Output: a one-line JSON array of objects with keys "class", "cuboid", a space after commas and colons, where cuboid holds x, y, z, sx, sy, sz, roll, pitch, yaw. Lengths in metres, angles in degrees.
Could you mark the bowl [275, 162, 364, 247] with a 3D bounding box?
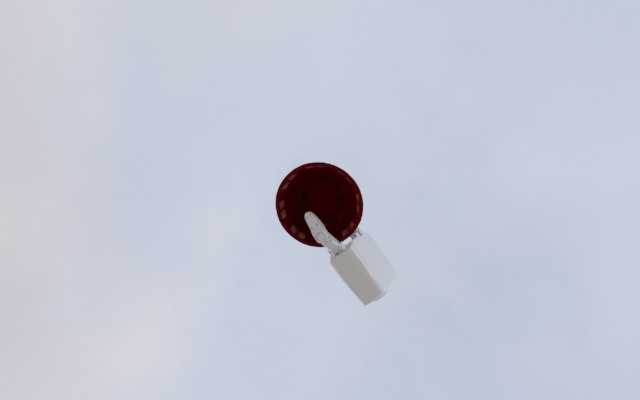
[{"class": "bowl", "cuboid": [0.000, 0.002, 0.888, 0.162, 0.162, 0.055, 0, 16, 7]}]
